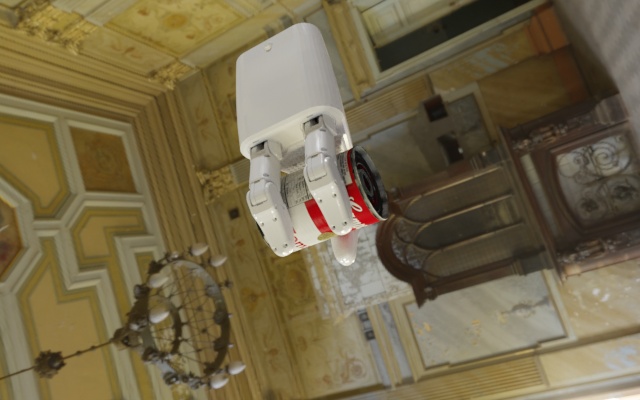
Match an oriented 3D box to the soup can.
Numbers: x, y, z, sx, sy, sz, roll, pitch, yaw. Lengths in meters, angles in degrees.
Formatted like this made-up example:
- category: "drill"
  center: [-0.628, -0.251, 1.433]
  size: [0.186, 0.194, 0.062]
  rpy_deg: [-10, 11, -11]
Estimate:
- category: "soup can"
  center: [0.000, 0.002, 0.422]
  size: [0.102, 0.068, 0.068]
  rpy_deg: [-21, -8, 21]
